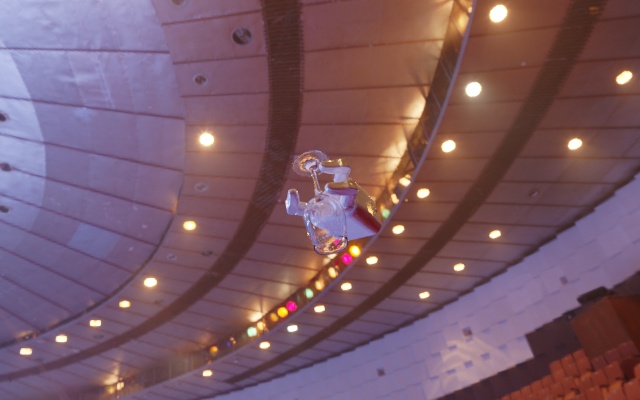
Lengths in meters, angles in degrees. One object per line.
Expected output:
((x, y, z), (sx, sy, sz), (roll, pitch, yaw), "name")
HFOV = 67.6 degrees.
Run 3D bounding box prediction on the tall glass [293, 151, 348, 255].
((0.000, 0.002, 0.899), (0.079, 0.201, 0.079), (-8, -38, -7), "tall glass")
